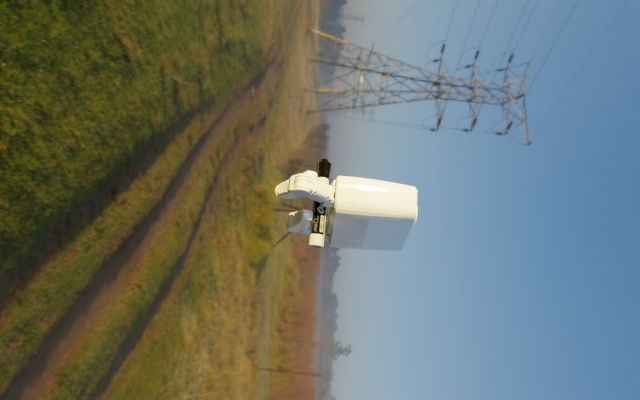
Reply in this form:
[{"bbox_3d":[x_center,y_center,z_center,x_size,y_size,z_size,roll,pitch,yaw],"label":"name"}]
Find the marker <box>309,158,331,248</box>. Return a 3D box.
[{"bbox_3d":[0.000,0.002,0.628,0.020,0.121,0.020,5,-18,2],"label":"marker"}]
